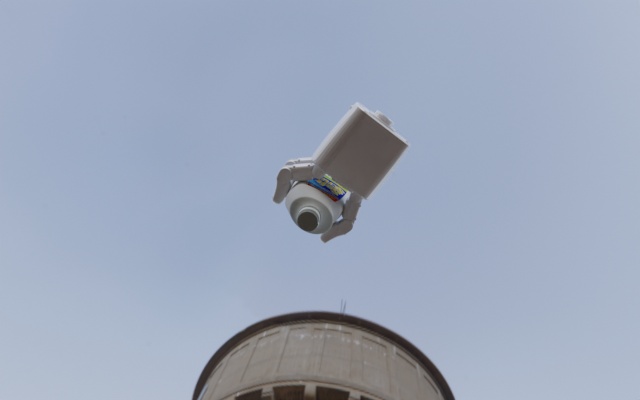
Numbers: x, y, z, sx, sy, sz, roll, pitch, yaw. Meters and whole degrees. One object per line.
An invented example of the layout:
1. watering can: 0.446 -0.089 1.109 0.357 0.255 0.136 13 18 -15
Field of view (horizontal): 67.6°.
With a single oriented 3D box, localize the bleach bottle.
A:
1. bleach bottle: 0.000 0.002 0.753 0.102 0.068 0.250 38 14 -5
